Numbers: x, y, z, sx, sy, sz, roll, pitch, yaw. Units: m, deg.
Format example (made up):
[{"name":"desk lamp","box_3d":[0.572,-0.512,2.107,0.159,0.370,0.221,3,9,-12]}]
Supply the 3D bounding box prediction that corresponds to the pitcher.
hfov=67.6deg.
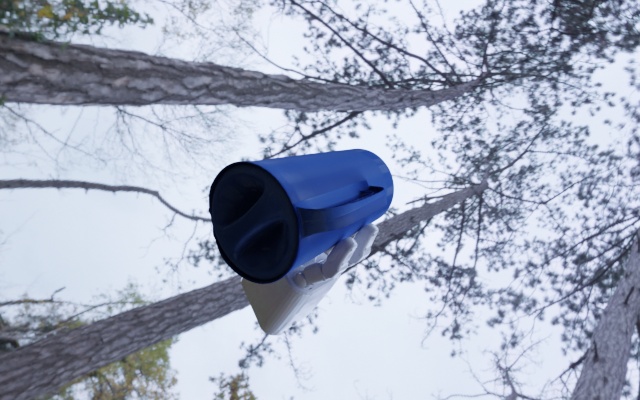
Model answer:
[{"name":"pitcher","box_3d":[0.000,0.002,0.587,0.149,0.145,0.243,44,34,20]}]
